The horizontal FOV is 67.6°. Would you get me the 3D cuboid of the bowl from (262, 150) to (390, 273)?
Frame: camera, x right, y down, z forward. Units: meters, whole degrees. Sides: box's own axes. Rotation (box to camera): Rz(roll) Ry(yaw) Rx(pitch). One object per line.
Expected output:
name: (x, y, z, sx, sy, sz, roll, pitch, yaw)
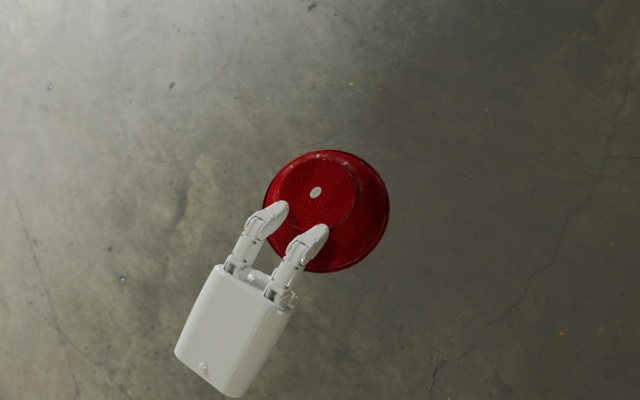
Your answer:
bowl: (0.000, 0.000, 0.568, 0.162, 0.162, 0.055, 0, -20, 11)
